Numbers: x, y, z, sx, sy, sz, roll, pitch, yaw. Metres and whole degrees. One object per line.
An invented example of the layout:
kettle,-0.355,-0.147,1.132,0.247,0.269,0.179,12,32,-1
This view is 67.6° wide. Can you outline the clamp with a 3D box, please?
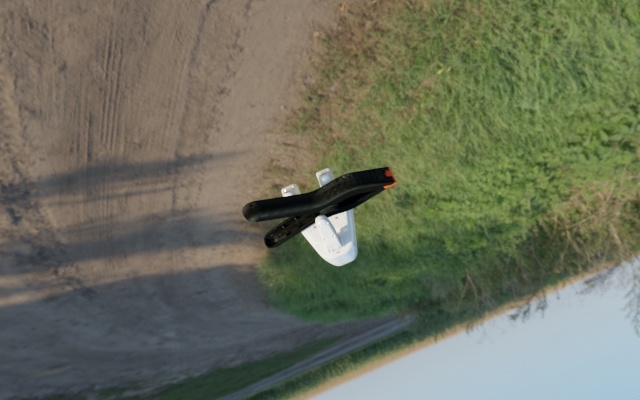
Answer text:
clamp,0.001,0.003,0.638,0.210,0.036,0.164,-24,-17,3
